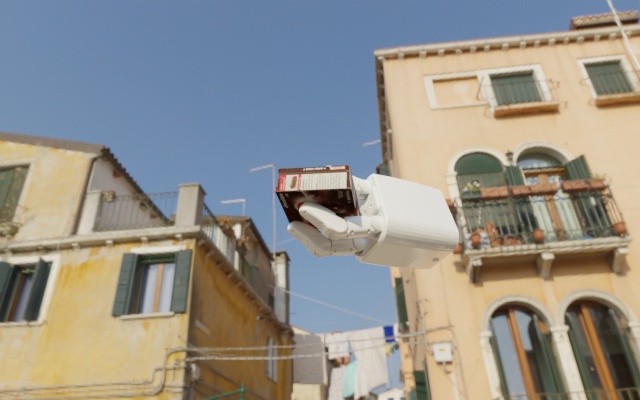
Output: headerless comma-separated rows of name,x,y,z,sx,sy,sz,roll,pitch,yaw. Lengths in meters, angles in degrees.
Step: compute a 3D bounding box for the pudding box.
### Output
pudding box,0.000,0.002,0.598,0.090,0.039,0.114,-3,-33,9
